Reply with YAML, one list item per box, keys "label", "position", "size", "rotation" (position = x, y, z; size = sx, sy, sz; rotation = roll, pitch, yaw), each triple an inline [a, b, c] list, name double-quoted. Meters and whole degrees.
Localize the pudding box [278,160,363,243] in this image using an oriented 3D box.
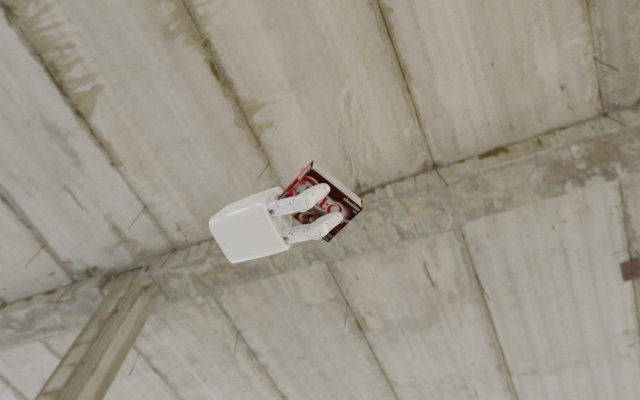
- label: "pudding box"
  position: [0.000, 0.003, 0.784]
  size: [0.113, 0.090, 0.039]
  rotation: [36, 26, -17]
